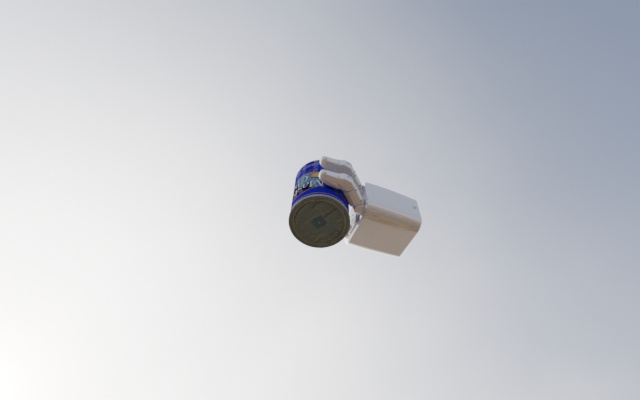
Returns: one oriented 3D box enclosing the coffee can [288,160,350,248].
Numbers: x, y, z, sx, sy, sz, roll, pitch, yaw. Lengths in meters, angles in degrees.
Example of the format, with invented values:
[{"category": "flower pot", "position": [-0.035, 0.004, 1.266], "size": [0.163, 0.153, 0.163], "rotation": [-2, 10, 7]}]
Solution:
[{"category": "coffee can", "position": [0.000, 0.003, 0.848], "size": [0.103, 0.103, 0.140], "rotation": [0, 30, 2]}]
